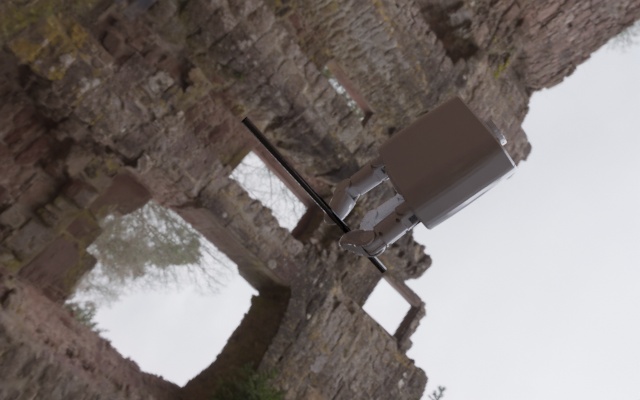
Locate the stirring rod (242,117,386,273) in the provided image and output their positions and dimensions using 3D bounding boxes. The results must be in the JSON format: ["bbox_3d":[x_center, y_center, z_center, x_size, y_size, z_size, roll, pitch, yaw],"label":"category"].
[{"bbox_3d":[0.000,0.002,0.516,0.240,0.011,0.011,47,-24,-24],"label":"stirring rod"}]
